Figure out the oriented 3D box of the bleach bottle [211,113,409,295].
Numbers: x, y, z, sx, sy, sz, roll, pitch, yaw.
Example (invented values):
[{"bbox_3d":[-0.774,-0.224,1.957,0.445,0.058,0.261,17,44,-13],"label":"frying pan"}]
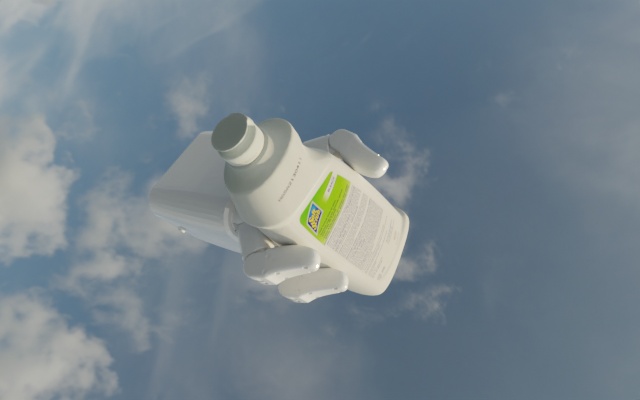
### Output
[{"bbox_3d":[0.000,0.001,0.405,0.068,0.102,0.251,9,-20,32],"label":"bleach bottle"}]
